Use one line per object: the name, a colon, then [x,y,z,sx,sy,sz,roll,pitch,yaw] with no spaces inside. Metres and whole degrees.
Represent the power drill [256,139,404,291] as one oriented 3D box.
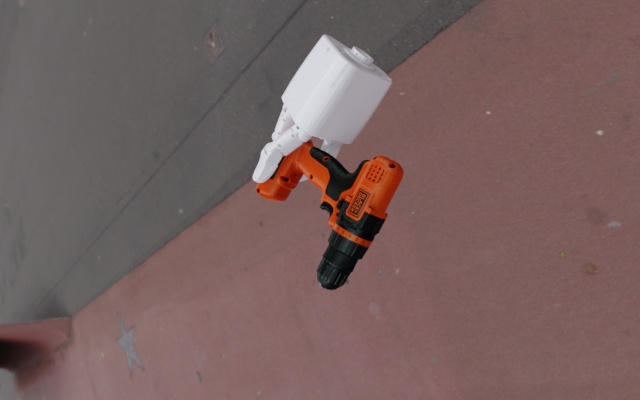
power drill: [0.000,0.002,0.643,0.187,0.184,0.057,31,5,32]
